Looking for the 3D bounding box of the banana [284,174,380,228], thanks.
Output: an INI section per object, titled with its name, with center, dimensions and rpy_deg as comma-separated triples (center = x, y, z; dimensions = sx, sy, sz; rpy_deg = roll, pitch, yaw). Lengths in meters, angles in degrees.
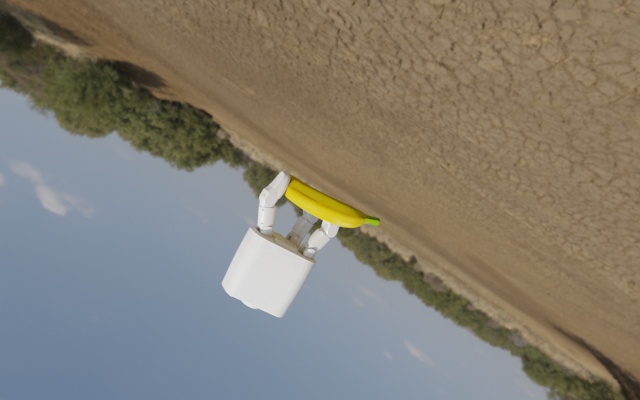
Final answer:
[banana]
center = -0.007, 0.001, 0.725
dimensions = 0.197, 0.037, 0.069
rpy_deg = 28, 6, 34
